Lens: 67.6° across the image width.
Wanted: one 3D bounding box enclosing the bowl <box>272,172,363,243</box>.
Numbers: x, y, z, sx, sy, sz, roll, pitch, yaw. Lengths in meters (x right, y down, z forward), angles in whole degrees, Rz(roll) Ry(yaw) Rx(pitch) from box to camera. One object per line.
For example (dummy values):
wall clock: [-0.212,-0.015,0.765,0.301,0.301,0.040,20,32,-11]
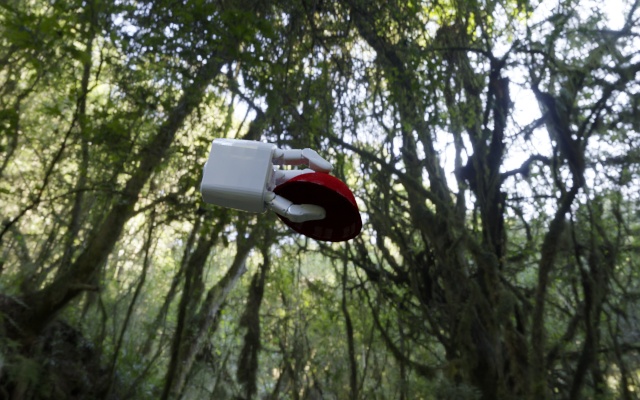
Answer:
bowl: [0.001,0.003,0.807,0.162,0.055,0.162,15,-36,11]
